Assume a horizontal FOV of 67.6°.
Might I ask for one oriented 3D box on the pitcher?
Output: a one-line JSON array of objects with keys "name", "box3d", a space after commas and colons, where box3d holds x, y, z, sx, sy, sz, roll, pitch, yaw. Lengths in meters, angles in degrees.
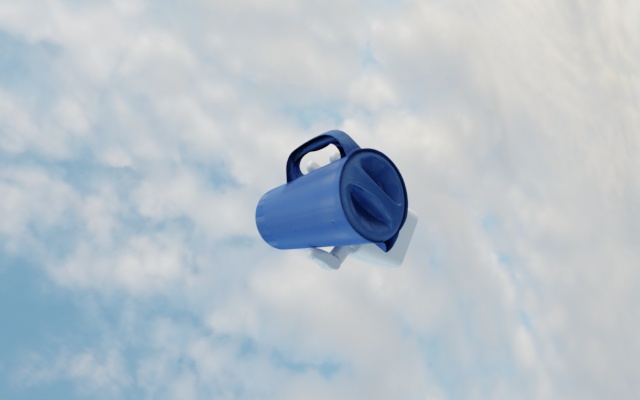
[{"name": "pitcher", "box3d": [0.000, 0.003, 0.735, 0.145, 0.149, 0.243, 24, -24, -34]}]
